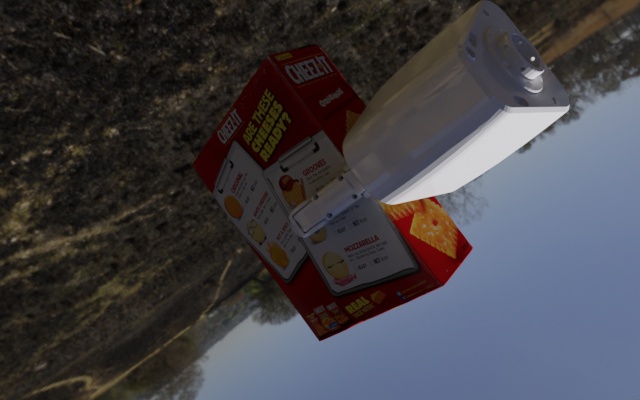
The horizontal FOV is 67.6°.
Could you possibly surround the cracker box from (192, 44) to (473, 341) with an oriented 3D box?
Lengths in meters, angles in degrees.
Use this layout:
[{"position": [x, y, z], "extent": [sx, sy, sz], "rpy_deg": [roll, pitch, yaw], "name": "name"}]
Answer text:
[{"position": [0.000, 0.002, 0.423], "extent": [0.072, 0.213, 0.164], "rpy_deg": [-33, -5, -45], "name": "cracker box"}]
